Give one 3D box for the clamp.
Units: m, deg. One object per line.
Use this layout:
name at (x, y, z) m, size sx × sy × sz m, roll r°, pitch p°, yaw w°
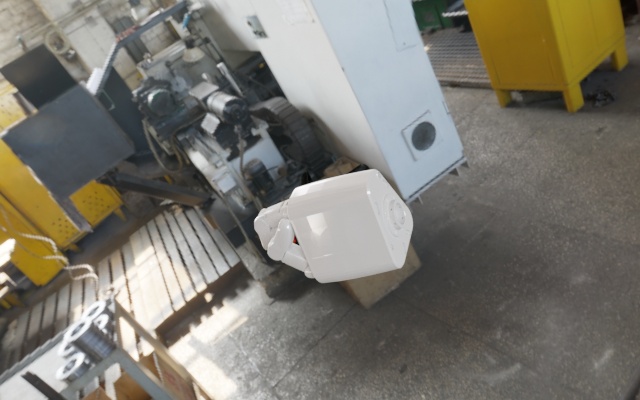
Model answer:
clamp at (0.000, 0.002, 0.663) m, size 0.120 × 0.039 × 0.171 m, roll -16°, pitch 31°, yaw 32°
